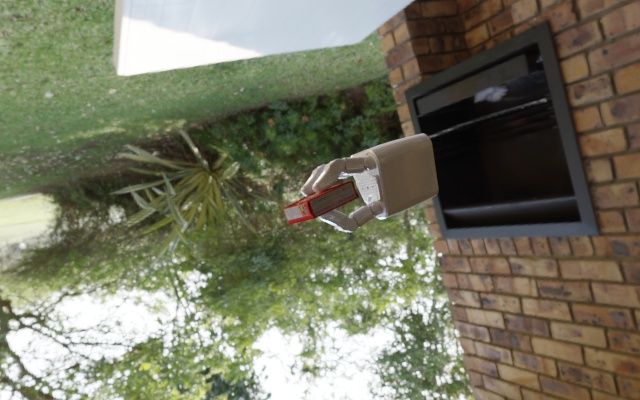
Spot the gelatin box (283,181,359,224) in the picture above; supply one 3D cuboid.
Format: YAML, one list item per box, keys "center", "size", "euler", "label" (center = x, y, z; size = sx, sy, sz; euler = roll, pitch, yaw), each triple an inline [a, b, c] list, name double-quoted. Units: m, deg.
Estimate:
- center: [0.000, 0.003, 0.705]
  size: [0.089, 0.030, 0.073]
  euler: [-26, 6, -33]
  label: "gelatin box"
